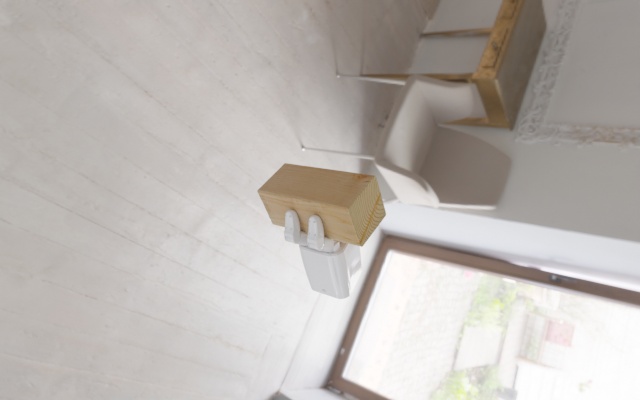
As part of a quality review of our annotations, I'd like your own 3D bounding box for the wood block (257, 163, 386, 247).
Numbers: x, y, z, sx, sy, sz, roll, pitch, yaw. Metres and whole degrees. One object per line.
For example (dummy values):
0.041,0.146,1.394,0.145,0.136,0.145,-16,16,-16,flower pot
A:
0.001,0.003,0.857,0.206,0.090,0.090,11,46,37,wood block
